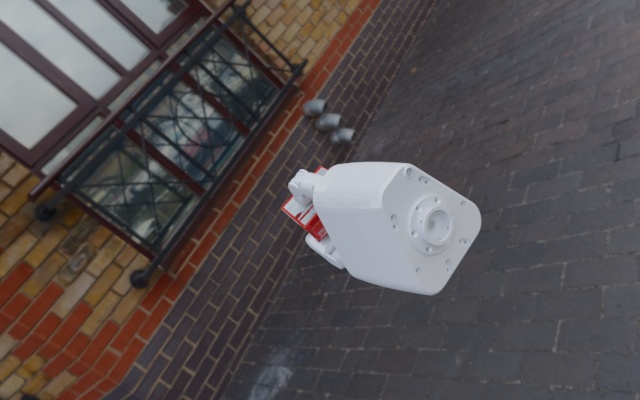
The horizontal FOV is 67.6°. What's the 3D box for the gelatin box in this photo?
[{"bbox_3d":[0.000,0.001,0.556,0.030,0.073,0.089,45,-5,-26],"label":"gelatin box"}]
